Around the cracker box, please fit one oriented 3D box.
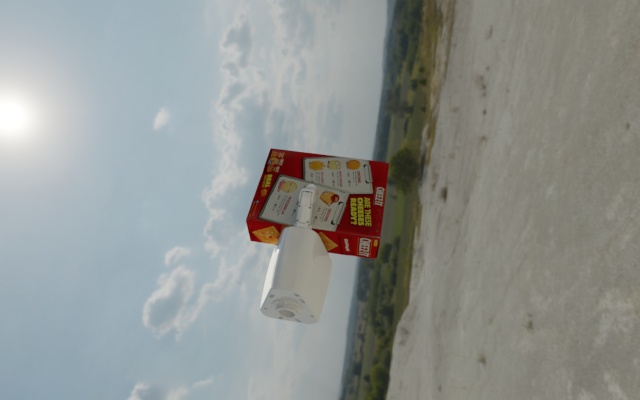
[{"bbox_3d":[0.000,0.003,0.809,0.213,0.164,0.072,8,-38,6],"label":"cracker box"}]
